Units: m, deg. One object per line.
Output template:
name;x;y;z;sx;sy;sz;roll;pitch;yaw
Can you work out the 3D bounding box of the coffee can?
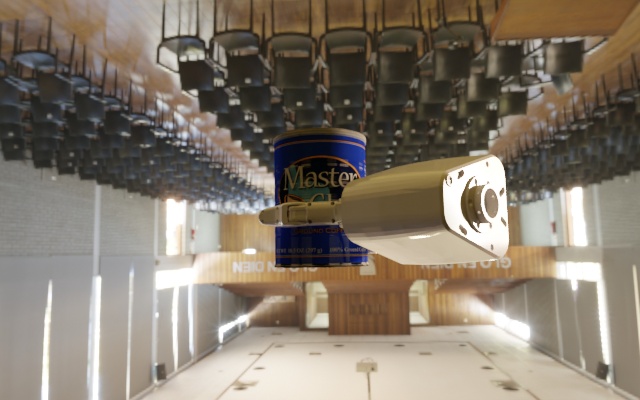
coffee can;0.000;0.002;0.522;0.103;0.140;0.103;-1;-6;0
